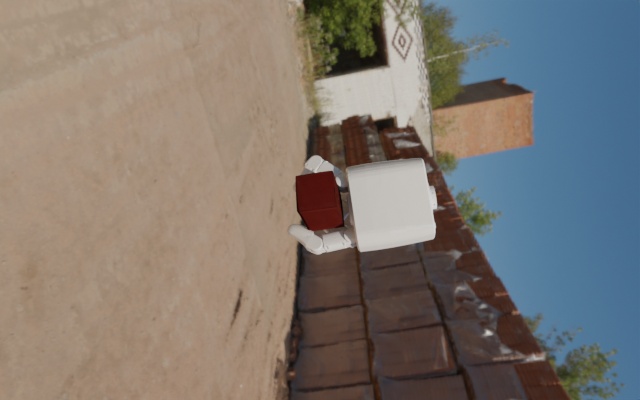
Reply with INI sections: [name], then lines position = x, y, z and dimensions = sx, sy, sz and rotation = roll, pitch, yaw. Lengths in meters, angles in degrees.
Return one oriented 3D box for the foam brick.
[foam brick]
position = 0.000, 0.002, 0.635
dimensions = 0.051, 0.053, 0.078
rotation = -8, -23, 8
